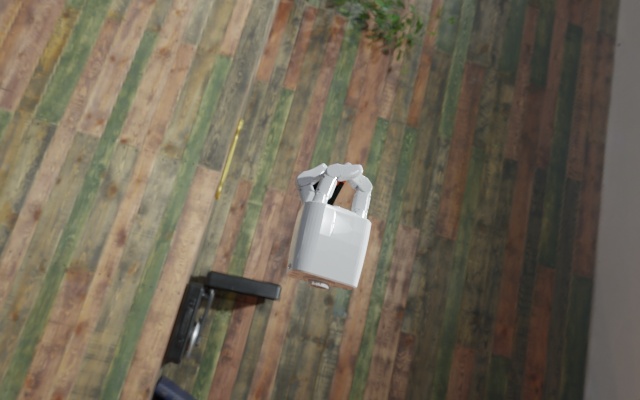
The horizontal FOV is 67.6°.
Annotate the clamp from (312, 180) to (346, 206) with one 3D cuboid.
[{"bbox_3d":[0.001,0.003,0.815,0.039,0.120,0.171,15,-17,-9],"label":"clamp"}]
